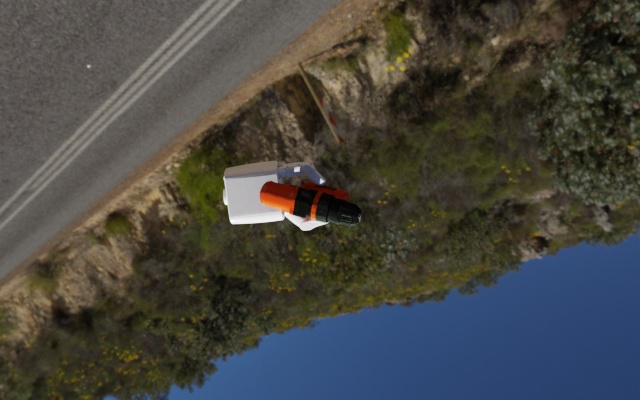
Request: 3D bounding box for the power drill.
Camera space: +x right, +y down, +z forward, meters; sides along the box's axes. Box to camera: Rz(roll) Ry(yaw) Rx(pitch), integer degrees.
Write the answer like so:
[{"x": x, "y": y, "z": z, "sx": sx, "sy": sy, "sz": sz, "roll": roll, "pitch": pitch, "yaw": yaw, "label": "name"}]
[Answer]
[{"x": 0.000, "y": 0.003, "z": 0.889, "sx": 0.184, "sy": 0.057, "sz": 0.187, "roll": 16, "pitch": 5, "yaw": 13, "label": "power drill"}]
